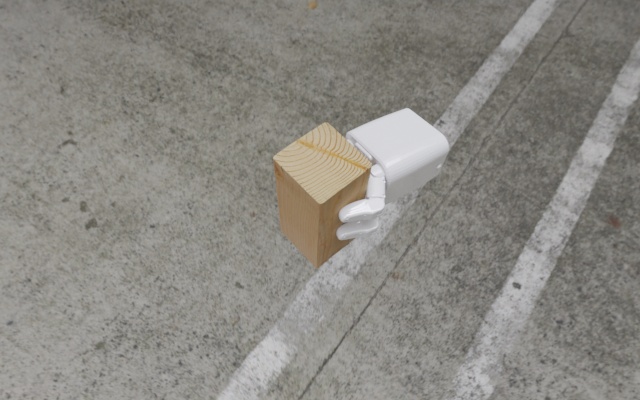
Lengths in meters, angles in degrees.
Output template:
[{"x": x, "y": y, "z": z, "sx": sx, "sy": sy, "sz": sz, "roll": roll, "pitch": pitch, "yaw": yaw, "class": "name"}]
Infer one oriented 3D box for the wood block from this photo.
[{"x": 0.000, "y": 0.002, "z": 0.670, "sx": 0.090, "sy": 0.090, "sz": 0.206, "roll": -37, "pitch": -22, "yaw": -20, "class": "wood block"}]
